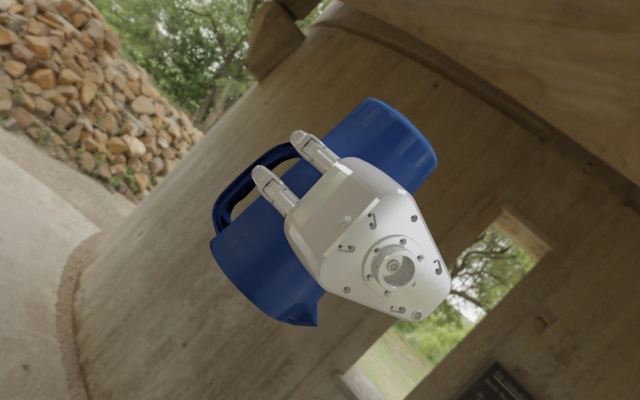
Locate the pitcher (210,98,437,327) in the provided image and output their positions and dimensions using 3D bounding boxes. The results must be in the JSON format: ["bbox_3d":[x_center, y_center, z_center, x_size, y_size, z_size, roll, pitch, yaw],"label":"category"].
[{"bbox_3d":[0.000,0.002,0.526,0.149,0.243,0.145,44,1,-21],"label":"pitcher"}]
